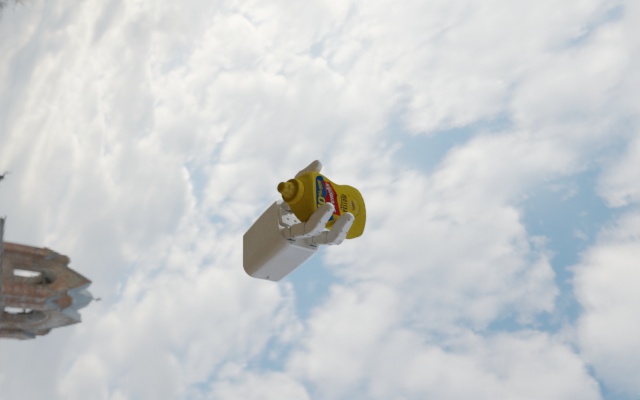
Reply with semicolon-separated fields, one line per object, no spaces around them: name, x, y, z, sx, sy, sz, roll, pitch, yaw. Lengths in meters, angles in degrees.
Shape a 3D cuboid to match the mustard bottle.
mustard bottle;0.001;0.003;0.813;0.058;0.096;0.192;-19;-26;38
